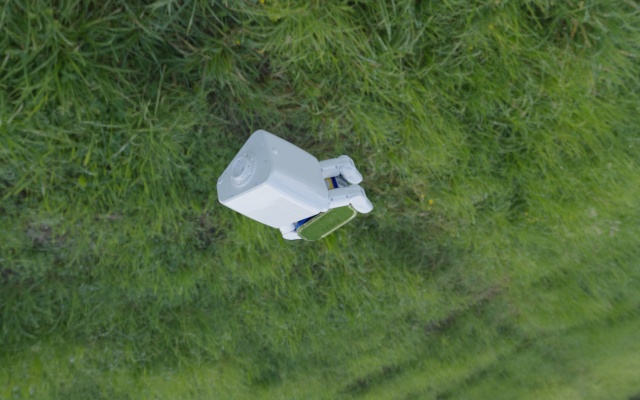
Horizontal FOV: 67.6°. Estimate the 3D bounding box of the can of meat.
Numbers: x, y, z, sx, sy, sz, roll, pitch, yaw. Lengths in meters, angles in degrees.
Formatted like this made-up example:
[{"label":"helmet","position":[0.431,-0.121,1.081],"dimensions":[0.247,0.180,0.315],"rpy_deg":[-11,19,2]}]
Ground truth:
[{"label":"can of meat","position":[0.000,0.003,0.733],"dimensions":[0.102,0.084,0.057],"rpy_deg":[-35,-39,22]}]
